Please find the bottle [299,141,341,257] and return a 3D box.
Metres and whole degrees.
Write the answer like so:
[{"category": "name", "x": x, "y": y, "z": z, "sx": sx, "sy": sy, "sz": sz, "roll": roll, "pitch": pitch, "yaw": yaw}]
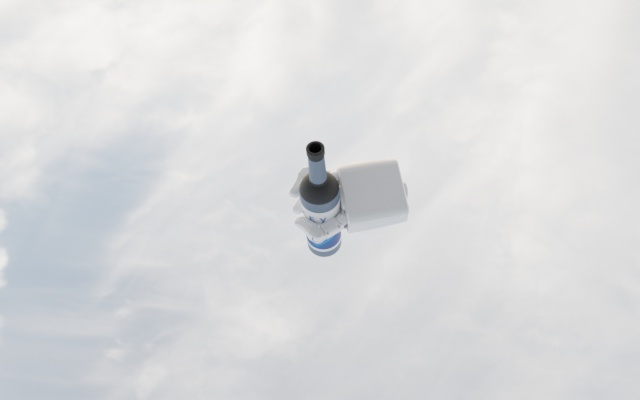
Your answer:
[{"category": "bottle", "x": 0.000, "y": 0.003, "z": 0.809, "sx": 0.069, "sy": 0.069, "sz": 0.296, "roll": 0, "pitch": -32, "yaw": 4}]
